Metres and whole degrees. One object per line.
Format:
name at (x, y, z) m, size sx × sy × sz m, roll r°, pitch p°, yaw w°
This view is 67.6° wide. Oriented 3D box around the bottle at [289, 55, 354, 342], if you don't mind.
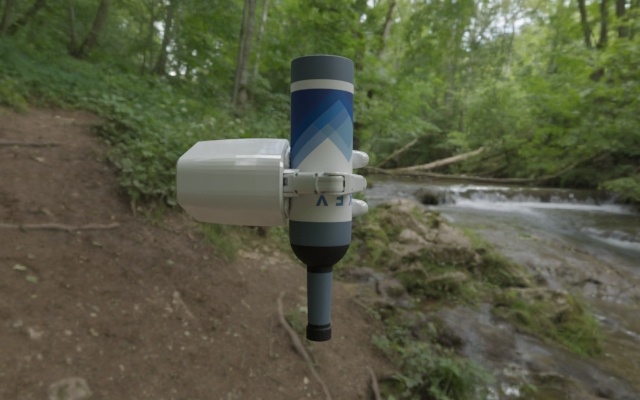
bottle at (0.000, 0.001, 0.510) m, size 0.069 × 0.296 × 0.069 m, roll 1°, pitch 2°, yaw 0°
